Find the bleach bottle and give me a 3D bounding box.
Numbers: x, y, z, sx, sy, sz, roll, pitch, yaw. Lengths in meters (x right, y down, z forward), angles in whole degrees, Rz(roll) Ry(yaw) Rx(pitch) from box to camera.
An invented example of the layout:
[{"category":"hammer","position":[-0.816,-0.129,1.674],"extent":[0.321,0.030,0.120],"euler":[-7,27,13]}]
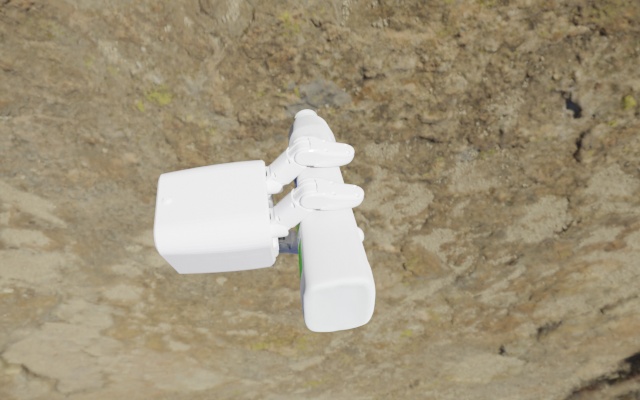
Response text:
[{"category":"bleach bottle","position":[0.000,0.002,0.509],"extent":[0.068,0.250,0.103],"euler":[-7,-39,-4]}]
